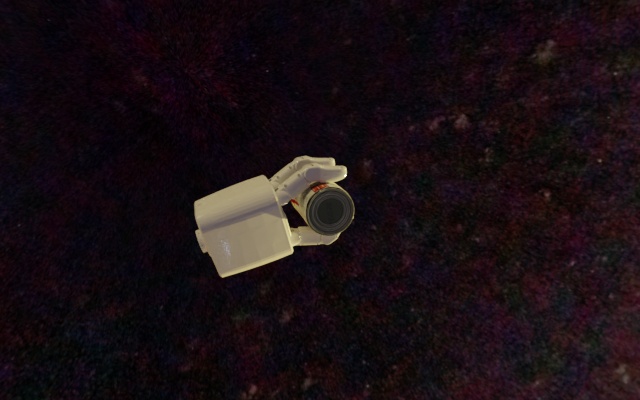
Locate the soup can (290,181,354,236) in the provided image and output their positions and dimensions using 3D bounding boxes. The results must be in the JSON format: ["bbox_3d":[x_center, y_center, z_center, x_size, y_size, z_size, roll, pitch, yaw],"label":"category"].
[{"bbox_3d":[0.001,0.002,0.664,0.068,0.068,0.102,0,15,-16],"label":"soup can"}]
